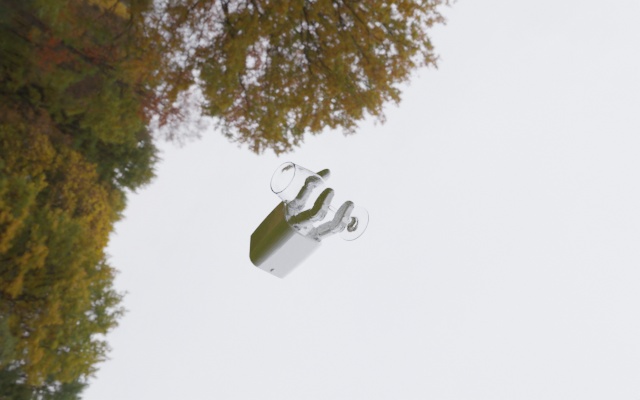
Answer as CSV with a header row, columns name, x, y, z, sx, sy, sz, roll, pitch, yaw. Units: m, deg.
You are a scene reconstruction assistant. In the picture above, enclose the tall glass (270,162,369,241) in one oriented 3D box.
name,x,y,z,sx,sy,sz,roll,pitch,yaw
tall glass,0.001,0.003,0.880,0.079,0.079,0.201,0,-26,47
